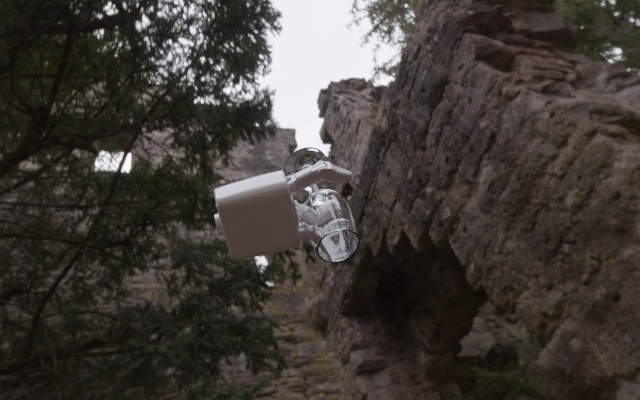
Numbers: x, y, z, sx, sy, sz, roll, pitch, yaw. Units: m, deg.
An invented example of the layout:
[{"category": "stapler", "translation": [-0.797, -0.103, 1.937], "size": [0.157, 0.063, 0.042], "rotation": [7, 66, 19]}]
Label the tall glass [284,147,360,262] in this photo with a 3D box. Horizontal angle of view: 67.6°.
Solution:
[{"category": "tall glass", "translation": [0.000, 0.002, 0.728], "size": [0.079, 0.079, 0.201], "rotation": [0, 37, -19]}]
